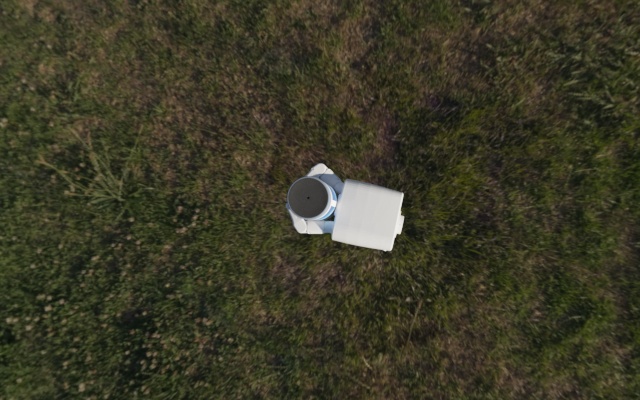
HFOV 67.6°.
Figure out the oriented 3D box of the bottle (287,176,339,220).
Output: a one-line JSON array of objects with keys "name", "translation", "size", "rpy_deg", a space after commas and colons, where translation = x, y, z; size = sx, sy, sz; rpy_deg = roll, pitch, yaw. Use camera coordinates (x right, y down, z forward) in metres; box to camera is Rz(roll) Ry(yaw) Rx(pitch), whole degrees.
[{"name": "bottle", "translation": [0.000, 0.003, 0.870], "size": [0.069, 0.069, 0.296], "rpy_deg": [0, -3, 7]}]
